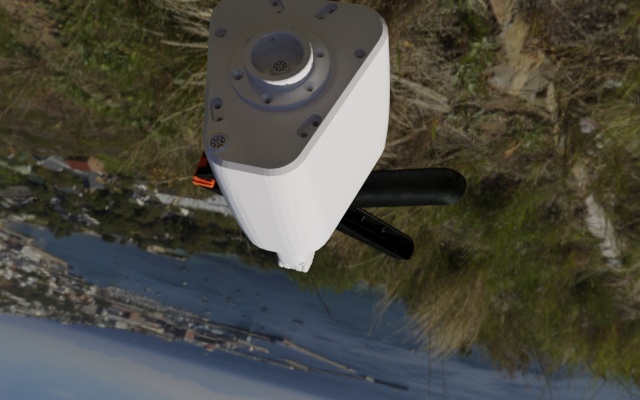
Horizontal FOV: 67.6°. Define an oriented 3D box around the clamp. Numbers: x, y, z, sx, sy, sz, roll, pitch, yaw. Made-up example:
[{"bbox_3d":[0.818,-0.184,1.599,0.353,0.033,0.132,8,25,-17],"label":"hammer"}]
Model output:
[{"bbox_3d":[-0.001,0.002,0.401,0.210,0.036,0.165,11,-24,9],"label":"clamp"}]
